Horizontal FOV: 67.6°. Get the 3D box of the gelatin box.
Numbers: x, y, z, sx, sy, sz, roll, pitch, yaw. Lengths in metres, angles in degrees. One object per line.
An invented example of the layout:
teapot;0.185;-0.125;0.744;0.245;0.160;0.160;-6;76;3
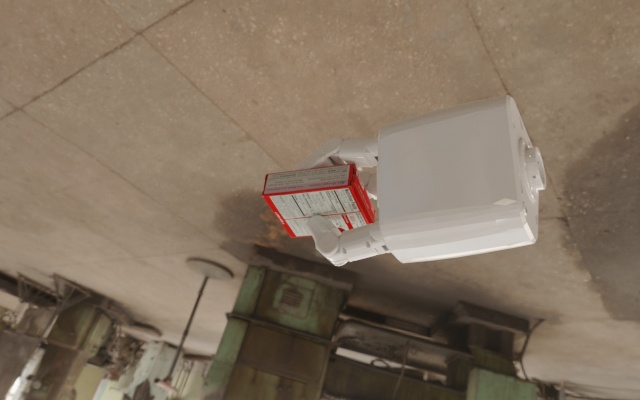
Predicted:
gelatin box;0.000;0.002;0.453;0.089;0.030;0.073;-7;-38;19
